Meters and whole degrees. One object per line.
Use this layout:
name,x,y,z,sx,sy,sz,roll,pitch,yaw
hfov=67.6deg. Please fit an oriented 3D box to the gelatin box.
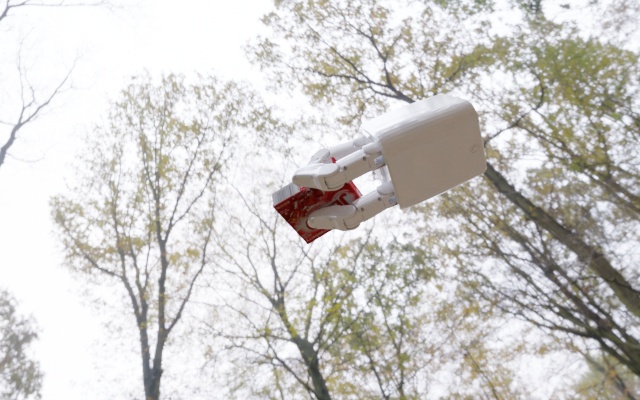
gelatin box,0.000,0.002,0.554,0.089,0.073,0.030,-30,36,13
